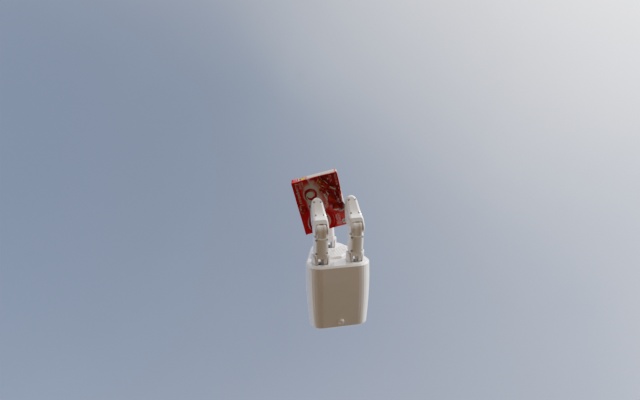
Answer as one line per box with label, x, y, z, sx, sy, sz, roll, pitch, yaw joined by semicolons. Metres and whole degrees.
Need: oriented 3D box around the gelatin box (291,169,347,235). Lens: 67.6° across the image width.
gelatin box;0.000;0.002;0.750;0.073;0.089;0.030;-14;14;1
